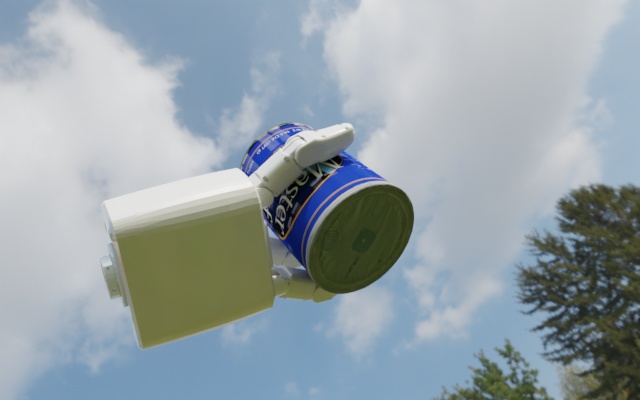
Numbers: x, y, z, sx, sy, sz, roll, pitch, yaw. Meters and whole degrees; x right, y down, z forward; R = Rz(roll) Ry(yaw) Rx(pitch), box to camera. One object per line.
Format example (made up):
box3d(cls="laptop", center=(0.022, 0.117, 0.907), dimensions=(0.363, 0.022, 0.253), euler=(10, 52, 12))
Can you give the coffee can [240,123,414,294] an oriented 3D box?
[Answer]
box3d(cls="coffee can", center=(0.000, 0.001, 0.432), dimensions=(0.103, 0.103, 0.140), euler=(0, 27, -35))
